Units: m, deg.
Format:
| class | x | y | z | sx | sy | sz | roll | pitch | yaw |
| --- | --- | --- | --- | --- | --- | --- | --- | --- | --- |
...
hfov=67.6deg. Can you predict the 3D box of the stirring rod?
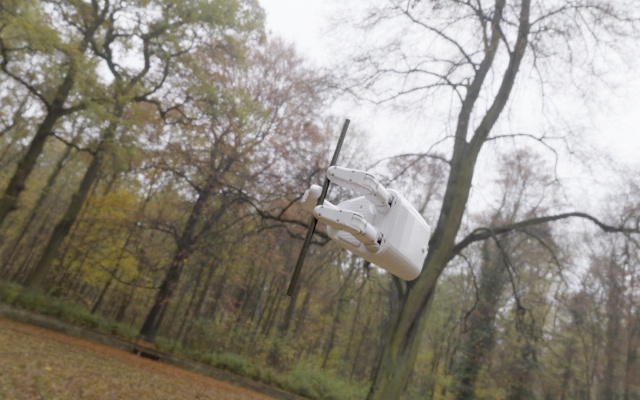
| class | x | y | z | sx | sy | sz | roll | pitch | yaw |
| --- | --- | --- | --- | --- | --- | --- | --- | --- | --- |
| stirring rod | 0.000 | 0.002 | 0.591 | 0.011 | 0.239 | 0.011 | 17 | -19 | 6 |
